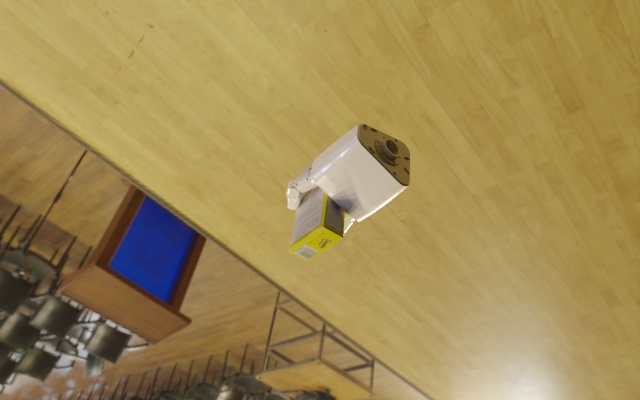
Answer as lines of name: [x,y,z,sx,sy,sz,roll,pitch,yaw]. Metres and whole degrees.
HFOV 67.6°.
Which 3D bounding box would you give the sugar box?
sugar box: [0.001,0.003,0.776,0.048,0.176,0.093,32,-46,-23]
